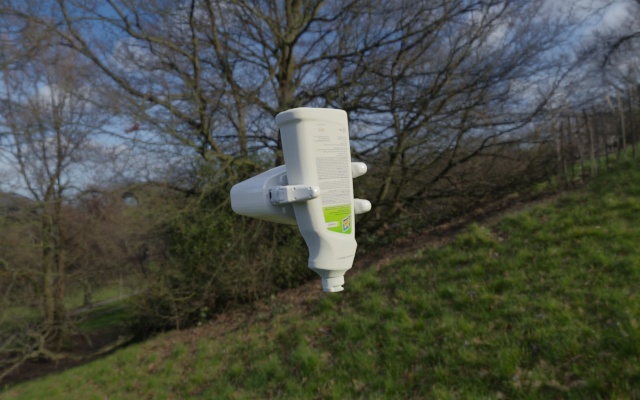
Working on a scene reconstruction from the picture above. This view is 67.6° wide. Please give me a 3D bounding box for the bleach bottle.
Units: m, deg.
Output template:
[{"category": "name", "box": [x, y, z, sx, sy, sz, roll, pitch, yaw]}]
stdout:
[{"category": "bleach bottle", "box": [0.000, 0.002, 0.666, 0.102, 0.251, 0.068, -6, 1, -39]}]
